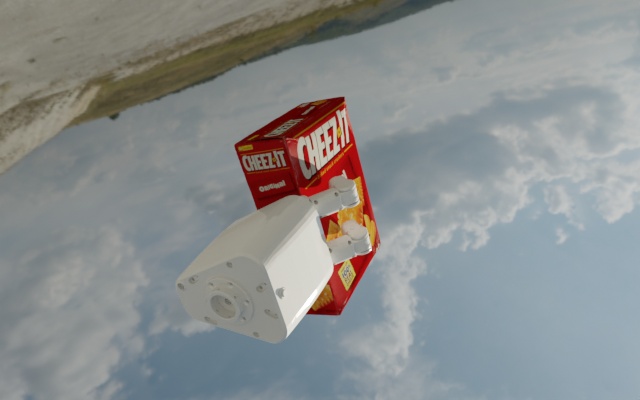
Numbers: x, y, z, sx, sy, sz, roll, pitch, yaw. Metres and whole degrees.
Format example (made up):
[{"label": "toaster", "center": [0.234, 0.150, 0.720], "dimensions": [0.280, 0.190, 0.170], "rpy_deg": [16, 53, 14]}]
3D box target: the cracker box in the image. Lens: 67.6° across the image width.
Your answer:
[{"label": "cracker box", "center": [0.000, 0.002, 0.571], "dimensions": [0.072, 0.214, 0.164], "rpy_deg": [-4, 23, 28]}]
